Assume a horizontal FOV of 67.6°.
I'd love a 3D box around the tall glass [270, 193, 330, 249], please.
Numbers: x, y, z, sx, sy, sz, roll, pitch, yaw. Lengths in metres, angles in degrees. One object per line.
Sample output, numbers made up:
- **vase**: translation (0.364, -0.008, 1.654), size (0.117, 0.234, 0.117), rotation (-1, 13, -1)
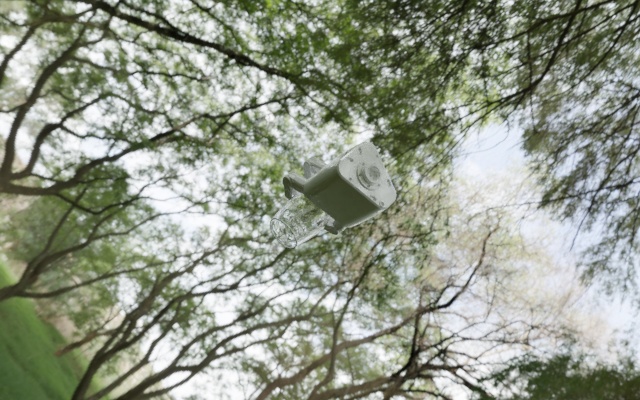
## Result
- **tall glass**: translation (0.001, 0.003, 0.851), size (0.079, 0.079, 0.201), rotation (0, 32, 49)
